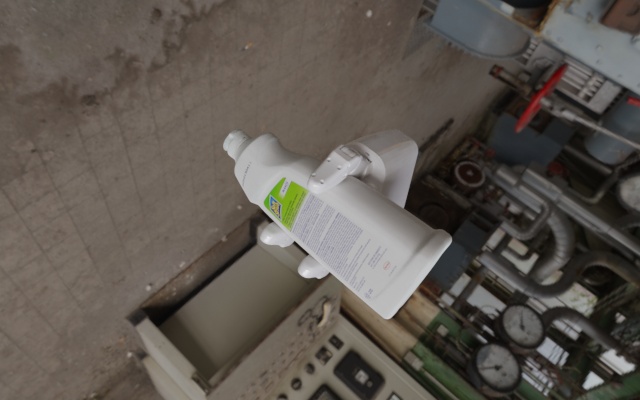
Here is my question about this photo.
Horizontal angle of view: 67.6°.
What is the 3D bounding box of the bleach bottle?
[{"bbox_3d":[0.000,0.002,0.486,0.250,0.103,0.068,39,34,17],"label":"bleach bottle"}]
